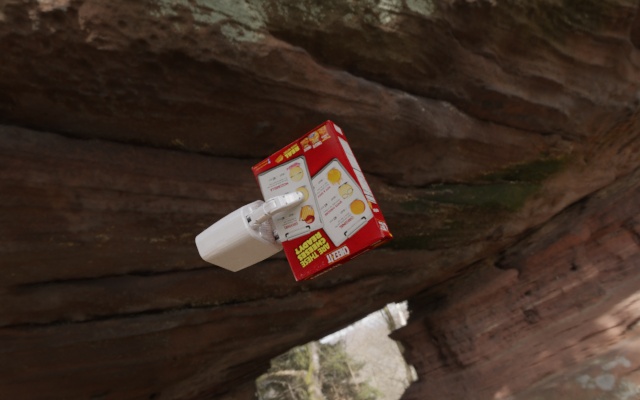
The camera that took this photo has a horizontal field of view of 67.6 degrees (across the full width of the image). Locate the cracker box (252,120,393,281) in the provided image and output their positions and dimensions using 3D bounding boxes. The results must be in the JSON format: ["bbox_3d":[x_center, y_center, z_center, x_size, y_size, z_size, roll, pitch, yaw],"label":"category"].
[{"bbox_3d":[0.000,0.002,0.794,0.164,0.213,0.072,-29,-16,19],"label":"cracker box"}]
